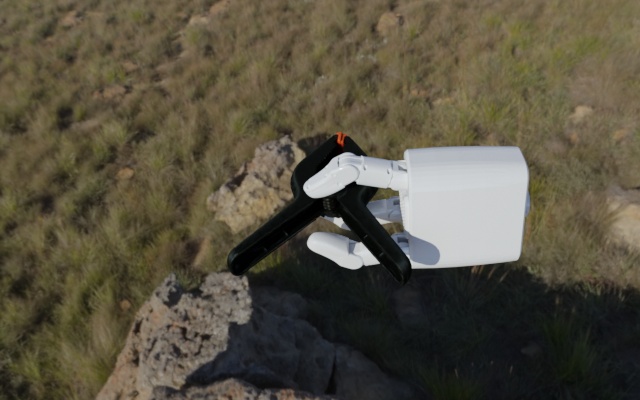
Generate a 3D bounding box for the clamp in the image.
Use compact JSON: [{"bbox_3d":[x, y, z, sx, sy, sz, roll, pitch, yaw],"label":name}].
[{"bbox_3d":[0.000,0.001,0.483,0.164,0.036,0.209,-2,42,5],"label":"clamp"}]
